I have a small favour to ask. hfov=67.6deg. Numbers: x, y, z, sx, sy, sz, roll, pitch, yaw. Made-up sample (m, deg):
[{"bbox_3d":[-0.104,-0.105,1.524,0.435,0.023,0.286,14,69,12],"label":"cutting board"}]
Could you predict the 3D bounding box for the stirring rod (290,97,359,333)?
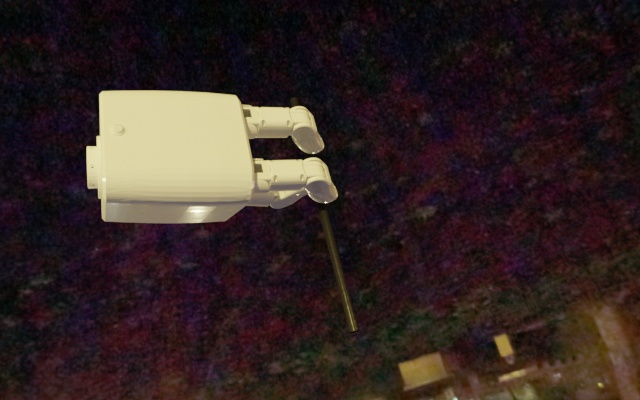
[{"bbox_3d":[0.000,0.001,0.438,0.011,0.239,0.011,-12,-26,-6],"label":"stirring rod"}]
